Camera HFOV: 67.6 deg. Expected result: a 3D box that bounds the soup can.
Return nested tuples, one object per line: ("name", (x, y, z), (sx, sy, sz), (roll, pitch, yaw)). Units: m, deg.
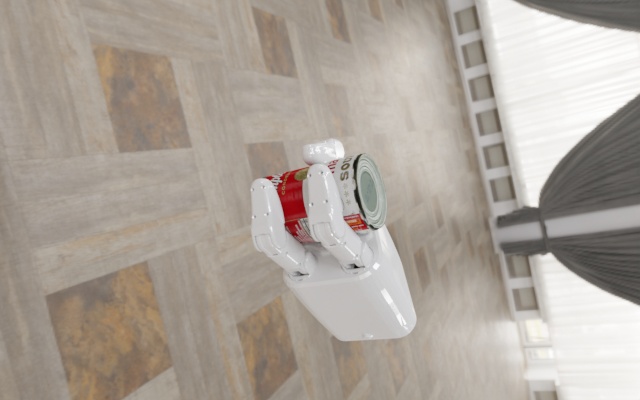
("soup can", (0.000, 0.001, 0.425), (0.102, 0.068, 0.068), (-12, -5, 27))
